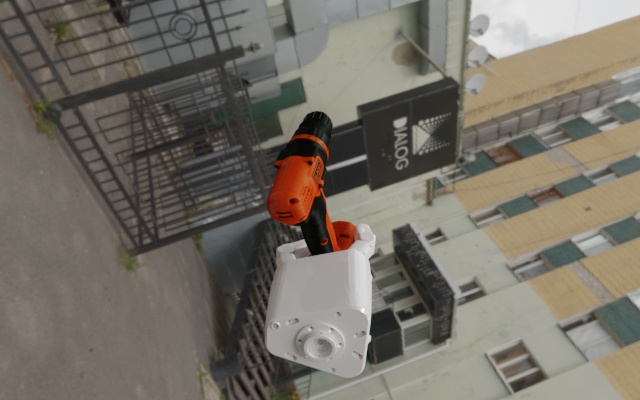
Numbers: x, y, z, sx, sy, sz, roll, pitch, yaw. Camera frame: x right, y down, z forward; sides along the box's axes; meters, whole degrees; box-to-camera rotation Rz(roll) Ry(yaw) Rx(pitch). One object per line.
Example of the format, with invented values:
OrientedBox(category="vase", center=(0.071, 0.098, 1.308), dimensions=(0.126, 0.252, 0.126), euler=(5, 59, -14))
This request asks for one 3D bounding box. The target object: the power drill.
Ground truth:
OrientedBox(category="power drill", center=(0.000, 0.003, 0.609), dimensions=(0.057, 0.188, 0.184), euler=(-5, 41, 23))
